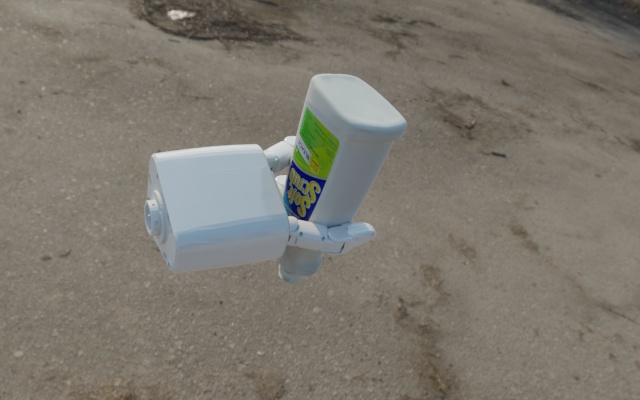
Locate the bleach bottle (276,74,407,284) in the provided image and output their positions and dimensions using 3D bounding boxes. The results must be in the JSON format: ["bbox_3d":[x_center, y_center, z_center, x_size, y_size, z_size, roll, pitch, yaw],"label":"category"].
[{"bbox_3d":[0.000,0.002,0.504,0.068,0.251,0.102,-8,45,-32],"label":"bleach bottle"}]
